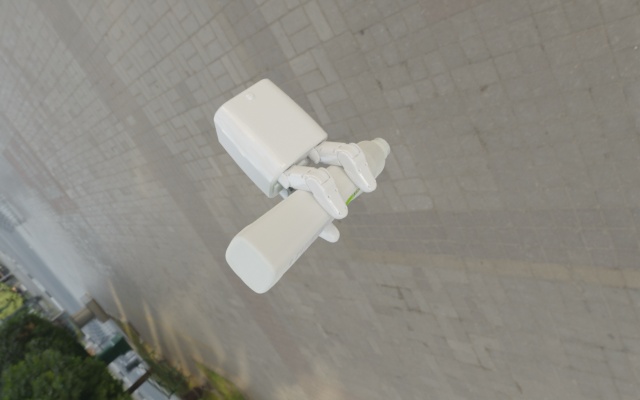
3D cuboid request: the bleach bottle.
[{"bbox_3d":[0.000,0.002,0.591,0.250,0.068,0.103,-42,-5,-31],"label":"bleach bottle"}]
